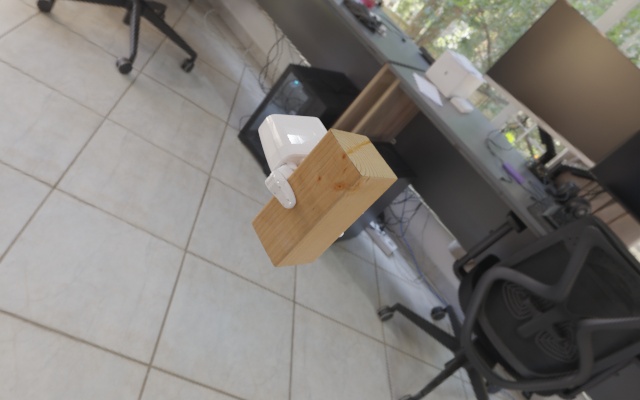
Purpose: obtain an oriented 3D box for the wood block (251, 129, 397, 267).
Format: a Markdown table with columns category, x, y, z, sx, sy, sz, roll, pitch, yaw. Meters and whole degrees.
| category | x | y | z | sx | sy | sz | roll | pitch | yaw |
| --- | --- | --- | --- | --- | --- | --- | --- | --- | --- |
| wood block | 0.000 | 0.002 | 0.712 | 0.091 | 0.090 | 0.206 | 2 | -42 | -49 |
